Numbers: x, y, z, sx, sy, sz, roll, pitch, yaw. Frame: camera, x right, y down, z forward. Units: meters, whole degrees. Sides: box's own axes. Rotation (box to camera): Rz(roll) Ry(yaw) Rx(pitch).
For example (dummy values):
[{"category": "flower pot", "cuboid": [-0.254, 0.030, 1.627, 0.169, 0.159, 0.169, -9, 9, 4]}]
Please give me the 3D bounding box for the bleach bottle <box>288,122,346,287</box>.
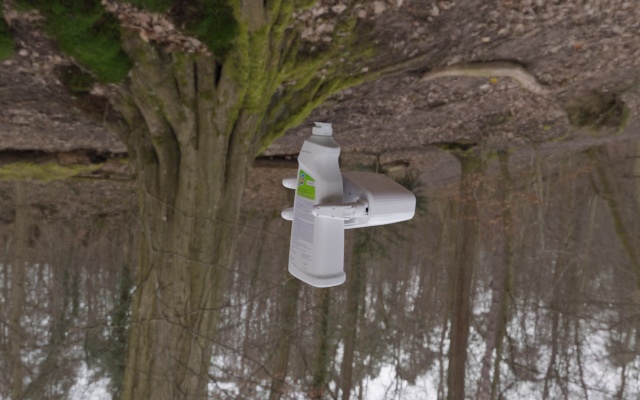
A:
[{"category": "bleach bottle", "cuboid": [0.000, 0.003, 0.764, 0.068, 0.251, 0.102, -3, 12, -38]}]
